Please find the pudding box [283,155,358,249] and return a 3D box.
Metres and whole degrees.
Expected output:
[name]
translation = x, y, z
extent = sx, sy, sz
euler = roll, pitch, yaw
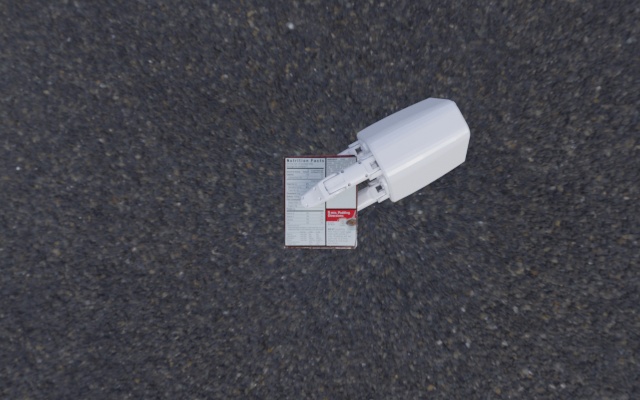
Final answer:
[pudding box]
translation = 0.000, 0.002, 0.579
extent = 0.090, 0.113, 0.039
euler = 0, -3, 3
